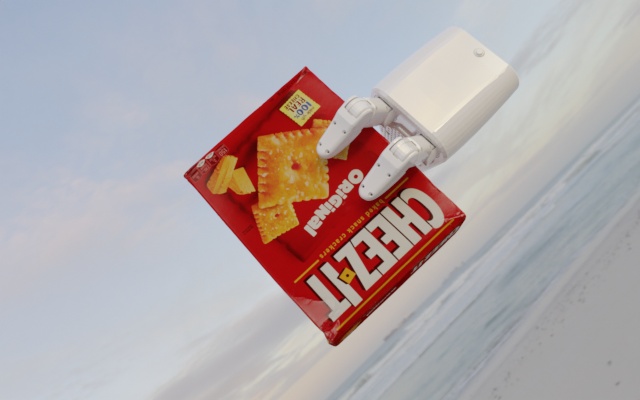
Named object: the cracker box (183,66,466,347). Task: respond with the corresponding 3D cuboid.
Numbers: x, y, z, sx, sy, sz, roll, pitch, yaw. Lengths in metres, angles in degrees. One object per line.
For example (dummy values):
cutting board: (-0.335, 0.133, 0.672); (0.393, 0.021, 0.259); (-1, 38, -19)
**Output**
cracker box: (0.000, 0.001, 0.455); (0.164, 0.213, 0.072); (-42, -17, -7)
